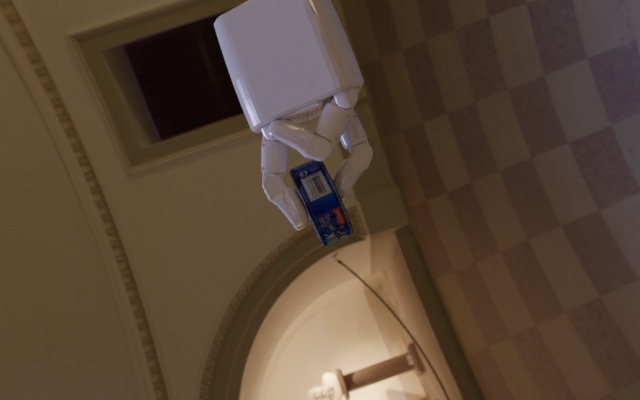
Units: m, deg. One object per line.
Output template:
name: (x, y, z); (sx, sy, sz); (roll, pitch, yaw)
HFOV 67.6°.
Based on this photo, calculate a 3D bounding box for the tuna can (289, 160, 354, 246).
tuna can: (0.000, 0.002, 0.481); (0.034, 0.086, 0.086); (-25, 1, -3)
